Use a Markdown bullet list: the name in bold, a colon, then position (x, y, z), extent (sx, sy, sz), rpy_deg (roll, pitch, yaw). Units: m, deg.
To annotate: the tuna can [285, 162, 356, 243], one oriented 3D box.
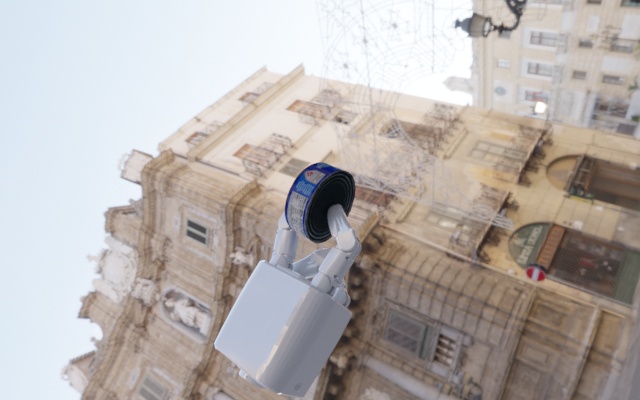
- **tuna can**: position (0.000, 0.001, 0.529), extent (0.033, 0.086, 0.086), rpy_deg (26, 14, 32)
